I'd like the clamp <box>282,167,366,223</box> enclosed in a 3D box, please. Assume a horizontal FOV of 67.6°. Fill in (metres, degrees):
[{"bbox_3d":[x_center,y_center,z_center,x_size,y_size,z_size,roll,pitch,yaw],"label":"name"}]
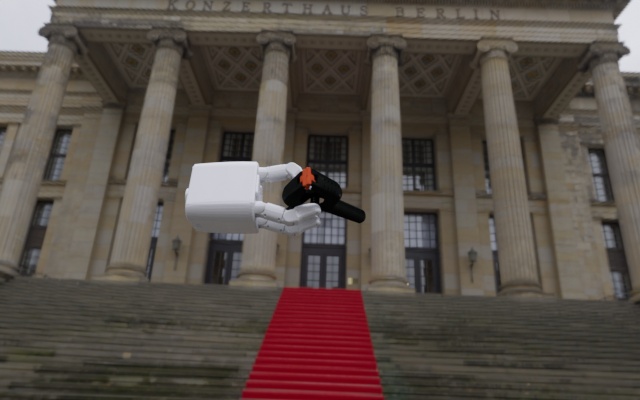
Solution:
[{"bbox_3d":[0.000,0.002,0.784,0.164,0.036,0.210,-3,-22,-2],"label":"clamp"}]
